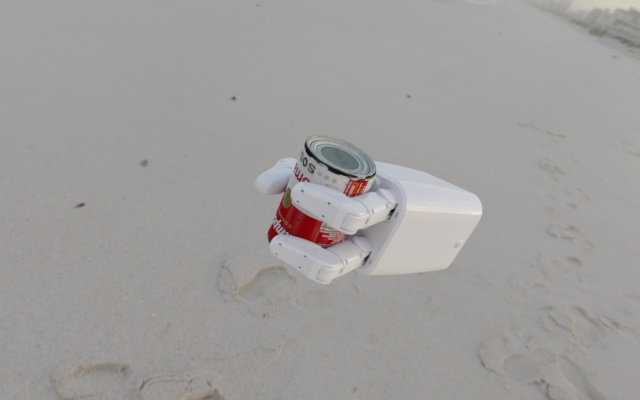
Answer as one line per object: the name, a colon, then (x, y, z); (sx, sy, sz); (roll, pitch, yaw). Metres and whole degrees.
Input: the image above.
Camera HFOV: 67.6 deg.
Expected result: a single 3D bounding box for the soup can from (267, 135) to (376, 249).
soup can: (0.000, 0.001, 0.428); (0.068, 0.102, 0.068); (18, 29, -11)
